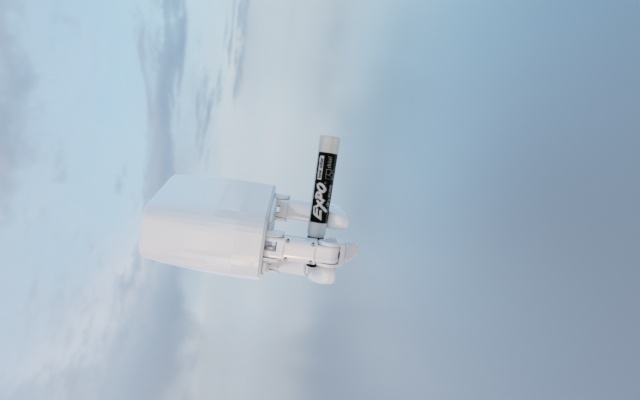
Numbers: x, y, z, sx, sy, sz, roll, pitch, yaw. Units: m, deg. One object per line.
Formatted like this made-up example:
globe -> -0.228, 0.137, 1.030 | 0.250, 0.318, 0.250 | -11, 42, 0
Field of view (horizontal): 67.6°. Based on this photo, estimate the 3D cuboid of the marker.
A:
marker -> 0.000, 0.001, 0.438 | 0.020, 0.121, 0.020 | 8, 4, -1
